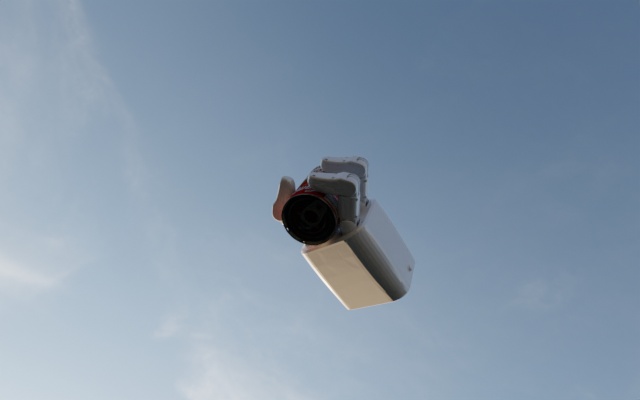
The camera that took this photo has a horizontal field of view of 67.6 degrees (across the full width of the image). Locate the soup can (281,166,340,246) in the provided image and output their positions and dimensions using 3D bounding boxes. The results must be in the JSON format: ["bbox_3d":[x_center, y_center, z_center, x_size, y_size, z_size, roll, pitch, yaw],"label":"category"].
[{"bbox_3d":[0.000,0.002,0.602,0.068,0.068,0.102,0,25,18],"label":"soup can"}]
